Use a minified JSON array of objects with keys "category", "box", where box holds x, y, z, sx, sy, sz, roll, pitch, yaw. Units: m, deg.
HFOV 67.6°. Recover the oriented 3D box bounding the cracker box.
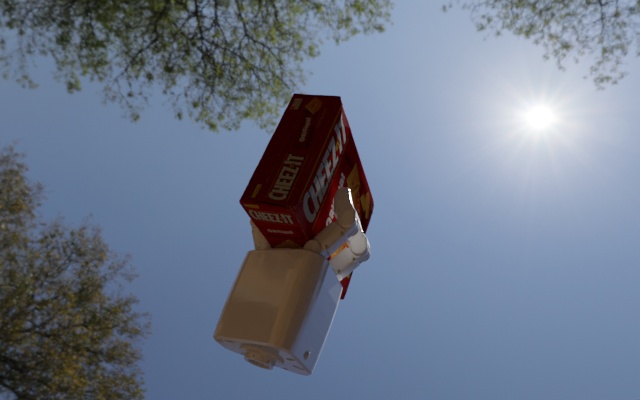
[{"category":"cracker box","box":[0.000,0.002,0.596,0.072,0.164,0.214,7,-33,24]}]
